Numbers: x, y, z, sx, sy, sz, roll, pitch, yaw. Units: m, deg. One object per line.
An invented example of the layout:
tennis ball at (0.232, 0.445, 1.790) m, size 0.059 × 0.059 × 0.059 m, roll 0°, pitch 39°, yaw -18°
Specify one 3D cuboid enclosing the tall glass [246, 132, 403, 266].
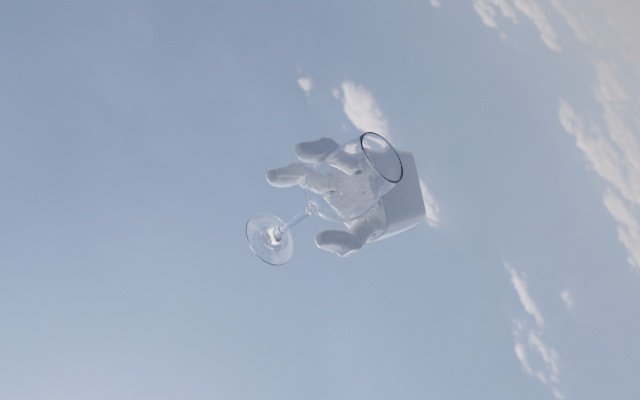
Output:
tall glass at (0.000, 0.002, 0.548) m, size 0.079 × 0.079 × 0.201 m, roll 0°, pitch -28°, yaw -46°
